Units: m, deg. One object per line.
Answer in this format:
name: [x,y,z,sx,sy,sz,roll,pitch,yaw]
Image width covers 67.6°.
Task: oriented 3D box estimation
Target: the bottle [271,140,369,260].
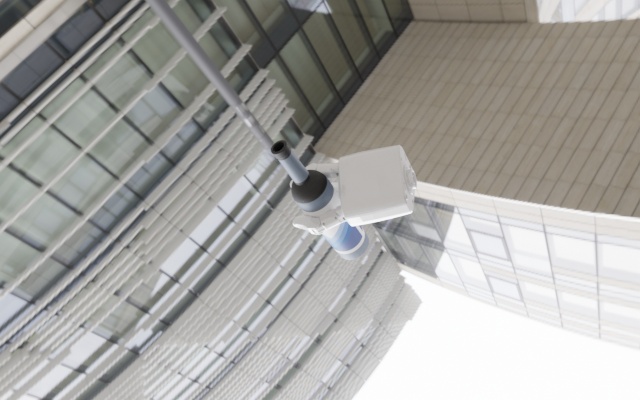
bottle: [0.000,0.003,0.817,0.069,0.069,0.296,0,-34,31]
